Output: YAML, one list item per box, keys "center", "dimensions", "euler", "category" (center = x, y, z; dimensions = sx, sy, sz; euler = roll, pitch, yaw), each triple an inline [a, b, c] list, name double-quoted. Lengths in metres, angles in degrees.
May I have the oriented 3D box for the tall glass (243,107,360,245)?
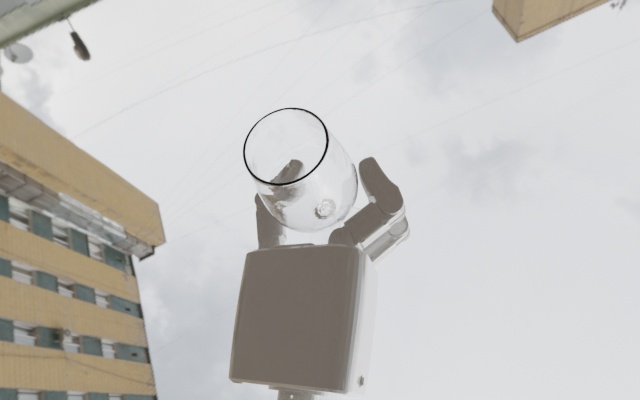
- center: [0.000, 0.001, 0.413]
  dimensions: [0.079, 0.079, 0.201]
  euler: [0, -24, 16]
  category: "tall glass"
